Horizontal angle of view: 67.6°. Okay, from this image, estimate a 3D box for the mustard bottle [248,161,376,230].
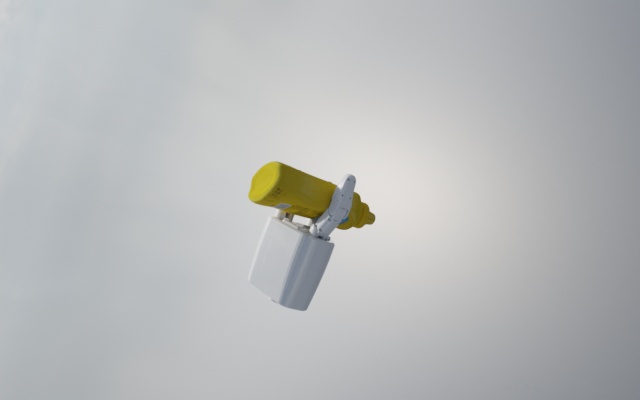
[{"bbox_3d":[0.000,0.002,0.687,0.192,0.058,0.096,20,-21,-28],"label":"mustard bottle"}]
